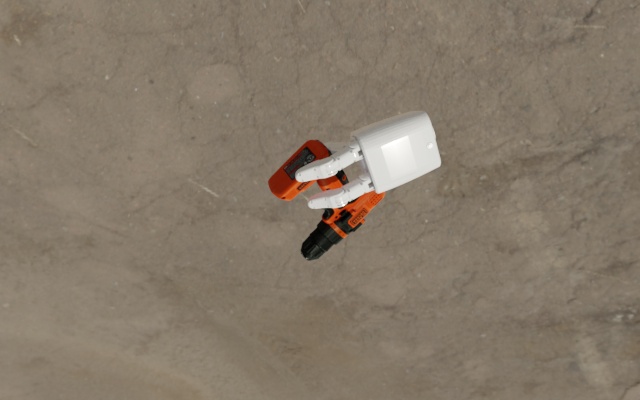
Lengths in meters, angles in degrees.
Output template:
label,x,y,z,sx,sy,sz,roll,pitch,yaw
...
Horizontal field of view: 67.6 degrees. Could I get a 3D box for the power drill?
label,x,y,z,sx,sy,sz,roll,pitch,yaw
power drill,0.000,0.002,0.777,0.188,0.184,0.057,41,5,-47
